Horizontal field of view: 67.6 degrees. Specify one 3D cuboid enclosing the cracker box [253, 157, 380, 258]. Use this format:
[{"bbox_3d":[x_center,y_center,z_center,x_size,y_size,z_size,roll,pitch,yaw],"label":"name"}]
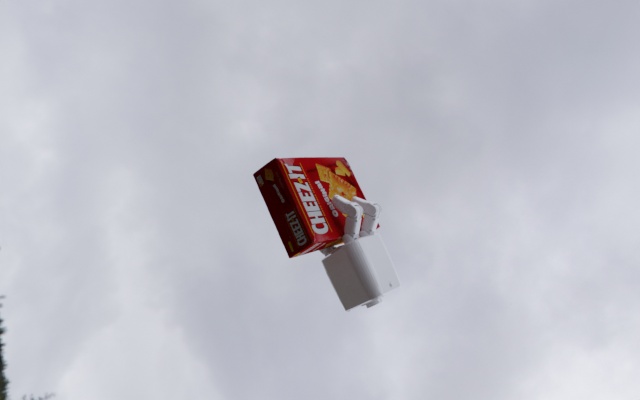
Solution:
[{"bbox_3d":[0.000,0.003,0.879,0.072,0.164,0.213,-34,-16,34],"label":"cracker box"}]
